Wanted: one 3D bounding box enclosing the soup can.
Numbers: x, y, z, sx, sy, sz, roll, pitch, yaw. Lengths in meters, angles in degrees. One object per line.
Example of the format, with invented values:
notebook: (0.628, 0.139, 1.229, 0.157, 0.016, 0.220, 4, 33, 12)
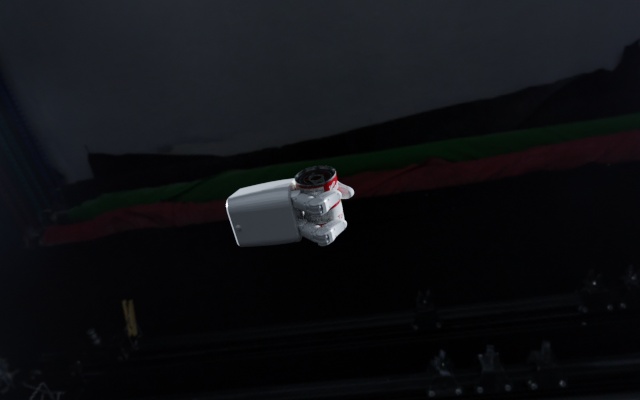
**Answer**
soup can: (0.001, 0.003, 0.792, 0.068, 0.102, 0.068, -9, 29, 5)
